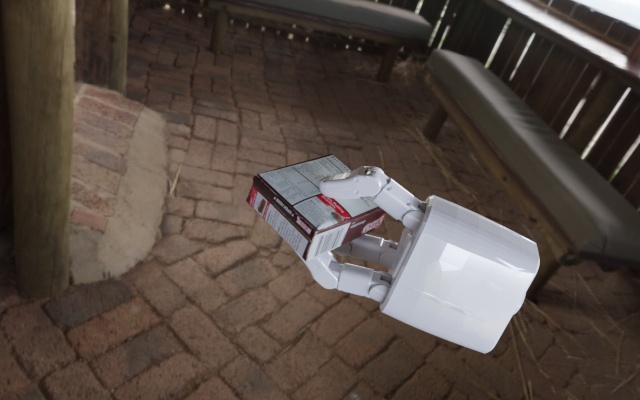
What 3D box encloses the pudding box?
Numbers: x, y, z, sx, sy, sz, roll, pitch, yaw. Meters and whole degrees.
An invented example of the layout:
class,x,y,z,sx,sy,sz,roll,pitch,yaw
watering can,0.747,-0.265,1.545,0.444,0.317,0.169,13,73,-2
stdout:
class,x,y,z,sx,sy,sz,roll,pitch,yaw
pudding box,0.000,0.001,0.465,0.090,0.039,0.113,41,37,27
